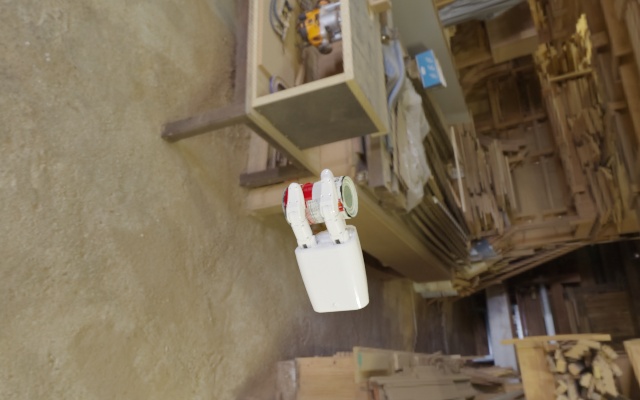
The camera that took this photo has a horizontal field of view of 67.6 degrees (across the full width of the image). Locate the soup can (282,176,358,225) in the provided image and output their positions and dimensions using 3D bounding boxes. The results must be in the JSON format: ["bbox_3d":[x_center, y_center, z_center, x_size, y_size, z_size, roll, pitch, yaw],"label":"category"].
[{"bbox_3d":[0.000,0.002,0.753,0.102,0.068,0.068,-10,-4,23],"label":"soup can"}]
